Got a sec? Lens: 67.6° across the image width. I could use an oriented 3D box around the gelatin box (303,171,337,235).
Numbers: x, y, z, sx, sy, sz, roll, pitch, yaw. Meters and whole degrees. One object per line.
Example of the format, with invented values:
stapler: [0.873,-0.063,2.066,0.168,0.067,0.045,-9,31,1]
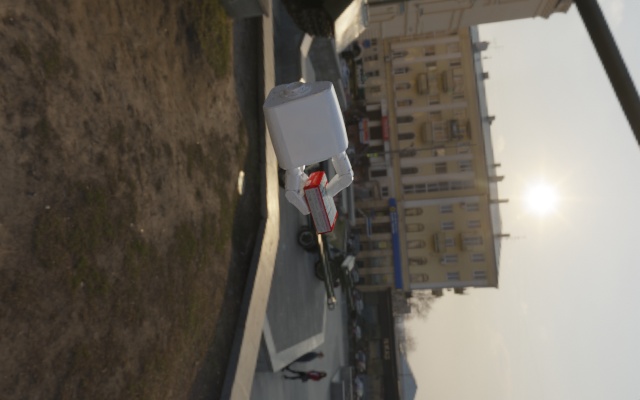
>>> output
gelatin box: [0.001,0.003,0.820,0.030,0.089,0.073,-13,20,14]
